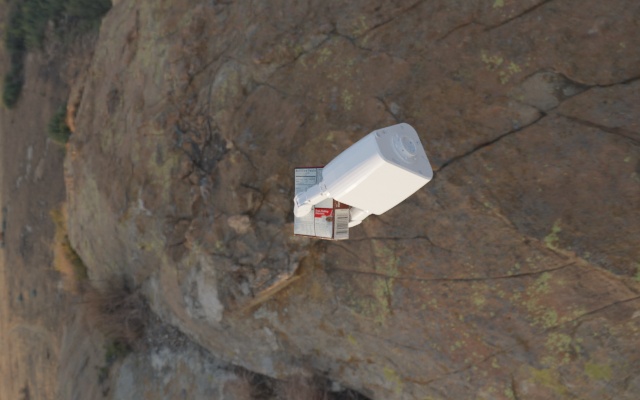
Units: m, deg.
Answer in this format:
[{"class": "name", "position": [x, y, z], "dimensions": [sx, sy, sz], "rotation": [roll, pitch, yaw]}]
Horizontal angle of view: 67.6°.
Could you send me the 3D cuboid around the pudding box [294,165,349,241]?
[{"class": "pudding box", "position": [0.000, 0.002, 0.744], "dimensions": [0.039, 0.113, 0.090], "rotation": [1, 1, -45]}]
